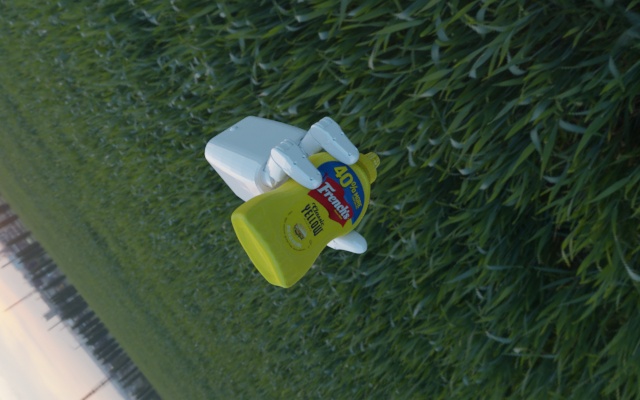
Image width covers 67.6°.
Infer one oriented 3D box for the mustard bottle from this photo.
[{"bbox_3d":[0.000,0.002,0.528,0.191,0.096,0.058,-39,21,-30],"label":"mustard bottle"}]
